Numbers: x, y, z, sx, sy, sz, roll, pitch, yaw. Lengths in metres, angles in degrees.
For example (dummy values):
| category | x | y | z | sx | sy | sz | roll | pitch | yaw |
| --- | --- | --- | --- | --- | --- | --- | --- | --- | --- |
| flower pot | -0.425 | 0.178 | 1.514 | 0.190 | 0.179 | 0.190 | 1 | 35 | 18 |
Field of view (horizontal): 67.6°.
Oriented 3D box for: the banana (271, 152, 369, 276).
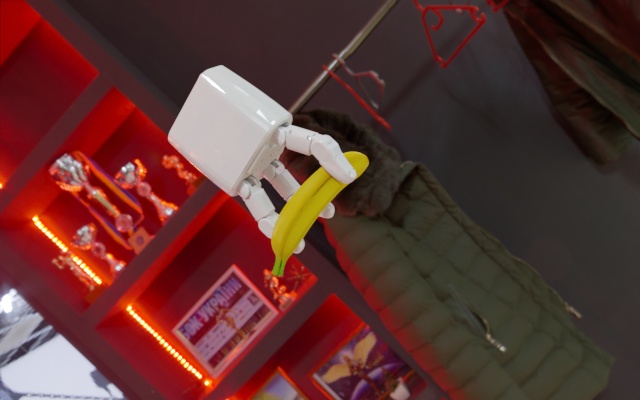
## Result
| category | x | y | z | sx | sy | sz | roll | pitch | yaw |
| --- | --- | --- | --- | --- | --- | --- | --- | --- | --- |
| banana | 0.000 | -0.006 | 0.547 | 0.037 | 0.197 | 0.070 | 33 | -29 | 13 |
